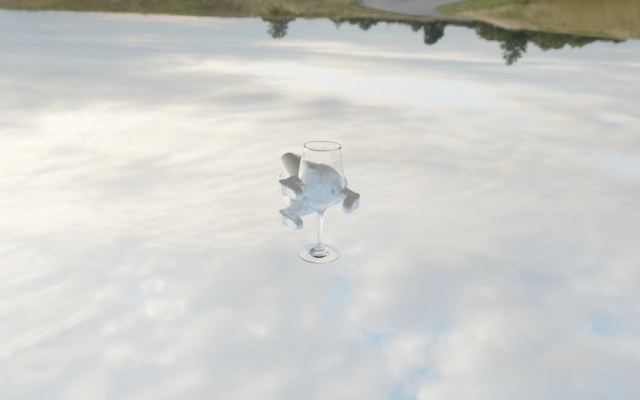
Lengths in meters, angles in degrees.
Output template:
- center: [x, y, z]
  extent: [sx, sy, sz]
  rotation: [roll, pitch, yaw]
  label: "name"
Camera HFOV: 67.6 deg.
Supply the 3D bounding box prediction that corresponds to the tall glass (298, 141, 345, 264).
- center: [0.000, 0.003, 0.814]
  extent: [0.079, 0.201, 0.079]
  rotation: [2, 22, -1]
  label: "tall glass"
